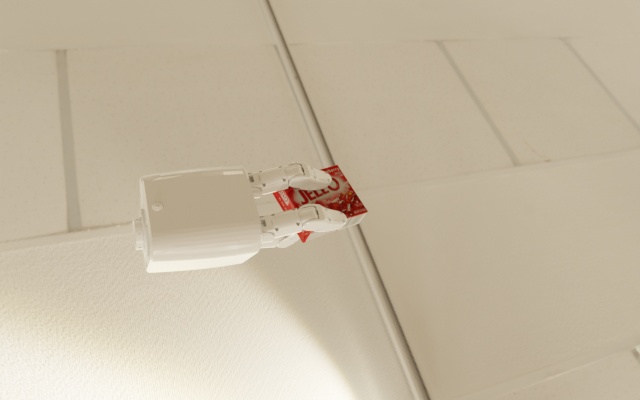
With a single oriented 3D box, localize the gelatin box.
[{"bbox_3d":[0.000,0.002,0.559,0.089,0.073,0.030,-17,-26,-34],"label":"gelatin box"}]
